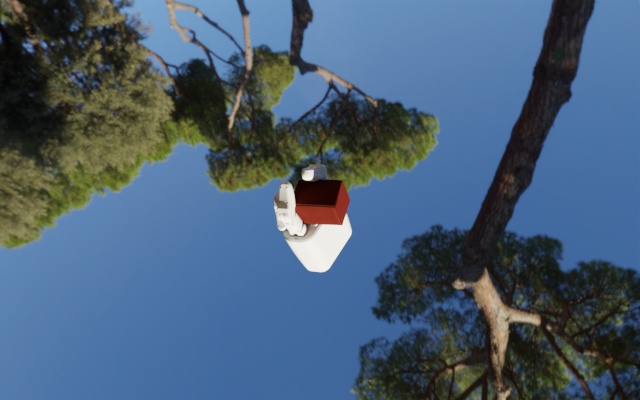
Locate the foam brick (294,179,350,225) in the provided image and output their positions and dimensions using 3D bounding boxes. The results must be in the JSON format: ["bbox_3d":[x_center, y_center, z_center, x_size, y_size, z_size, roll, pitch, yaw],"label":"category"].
[{"bbox_3d":[0.000,0.002,0.750,0.078,0.053,0.051,2,-37,24],"label":"foam brick"}]
